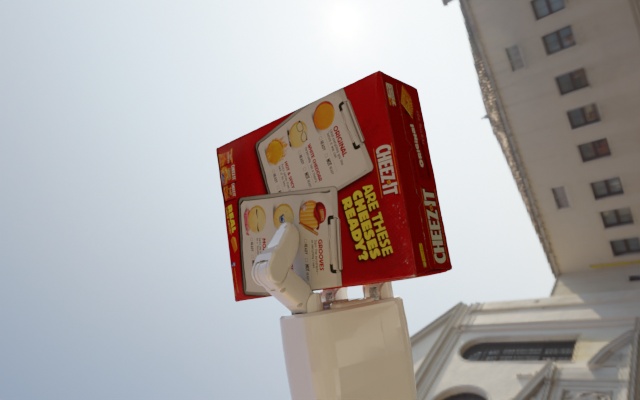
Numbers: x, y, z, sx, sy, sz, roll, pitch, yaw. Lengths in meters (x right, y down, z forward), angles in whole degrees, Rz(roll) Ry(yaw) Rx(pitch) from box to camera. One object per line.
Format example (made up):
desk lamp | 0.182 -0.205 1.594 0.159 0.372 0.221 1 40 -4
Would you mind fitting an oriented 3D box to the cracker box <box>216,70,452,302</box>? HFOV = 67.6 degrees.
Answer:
cracker box | 0.000 0.002 0.447 0.214 0.164 0.072 -16 -12 39
